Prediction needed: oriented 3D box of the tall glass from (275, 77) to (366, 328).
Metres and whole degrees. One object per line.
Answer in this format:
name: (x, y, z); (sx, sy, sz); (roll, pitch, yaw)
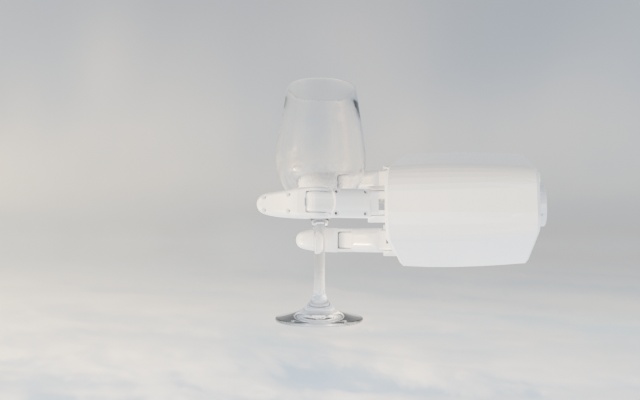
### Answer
tall glass: (0.000, 0.002, 0.411); (0.079, 0.201, 0.079); (0, -5, 0)
